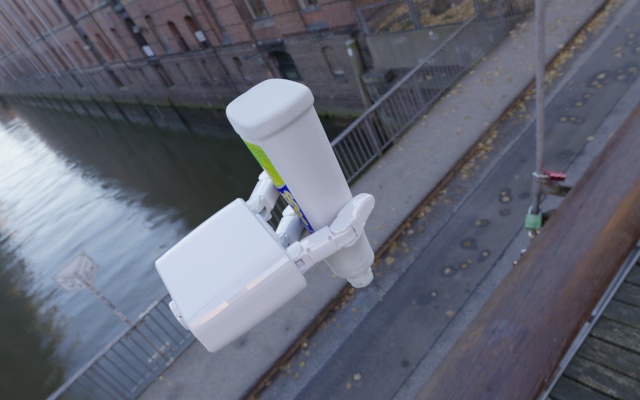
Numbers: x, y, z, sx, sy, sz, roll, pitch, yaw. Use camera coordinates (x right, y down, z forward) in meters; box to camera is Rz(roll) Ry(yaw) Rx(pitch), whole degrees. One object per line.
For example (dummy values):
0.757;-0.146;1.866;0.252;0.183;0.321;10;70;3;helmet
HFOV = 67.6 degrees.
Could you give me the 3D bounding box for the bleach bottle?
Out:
0.000;0.002;0.492;0.068;0.251;0.102;-37;32;-11;bleach bottle
